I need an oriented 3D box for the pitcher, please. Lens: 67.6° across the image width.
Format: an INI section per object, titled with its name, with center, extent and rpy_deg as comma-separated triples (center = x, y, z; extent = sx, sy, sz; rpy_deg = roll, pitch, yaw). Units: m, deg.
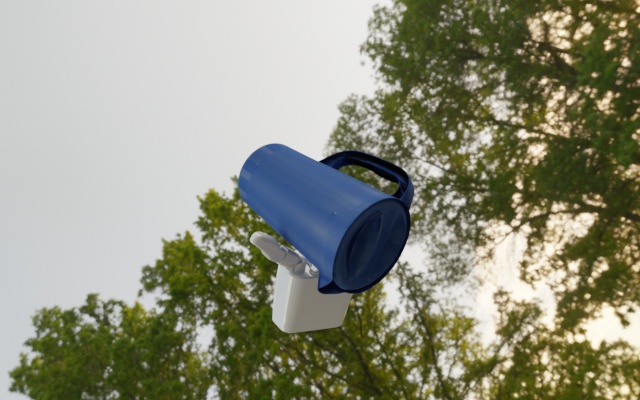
[pitcher]
center = 0.000, 0.002, 0.655
extent = 0.149, 0.145, 0.242
rpy_deg = -13, 34, -39
